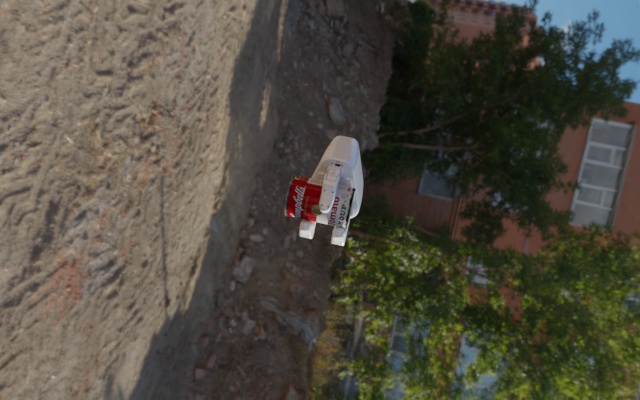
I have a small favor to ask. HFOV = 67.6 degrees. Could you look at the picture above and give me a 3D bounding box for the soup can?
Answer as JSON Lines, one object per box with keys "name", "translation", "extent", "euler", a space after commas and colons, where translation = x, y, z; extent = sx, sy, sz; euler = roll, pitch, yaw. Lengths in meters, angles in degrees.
{"name": "soup can", "translation": [0.000, 0.003, 0.764], "extent": [0.102, 0.068, 0.068], "euler": [12, 1, 5]}
